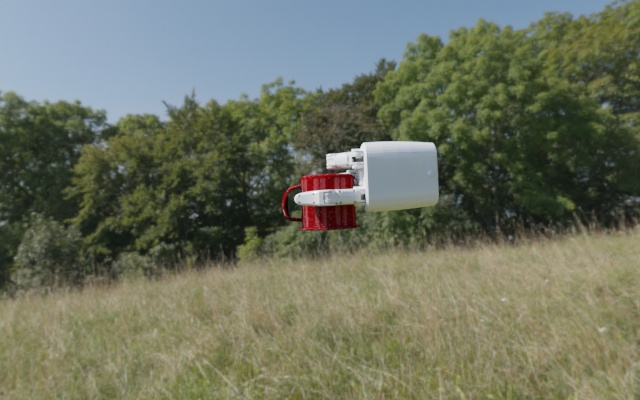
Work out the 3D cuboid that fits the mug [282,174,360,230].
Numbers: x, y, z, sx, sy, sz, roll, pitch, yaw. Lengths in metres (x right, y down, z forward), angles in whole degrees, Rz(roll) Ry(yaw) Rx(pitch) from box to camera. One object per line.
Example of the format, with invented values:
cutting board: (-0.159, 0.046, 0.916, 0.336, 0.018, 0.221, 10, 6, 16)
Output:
mug: (-0.001, 0.002, 0.727, 0.117, 0.081, 0.093, -3, 0, -5)
